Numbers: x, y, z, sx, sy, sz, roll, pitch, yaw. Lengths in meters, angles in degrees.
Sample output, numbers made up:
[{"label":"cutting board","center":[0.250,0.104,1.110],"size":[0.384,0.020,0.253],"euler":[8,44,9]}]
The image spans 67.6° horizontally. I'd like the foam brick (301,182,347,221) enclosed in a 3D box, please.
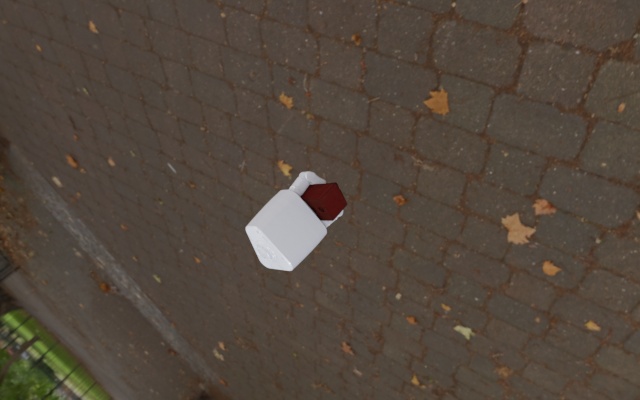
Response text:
[{"label":"foam brick","center":[0.000,0.003,0.893],"size":[0.078,0.053,0.051],"euler":[-2,36,47]}]
